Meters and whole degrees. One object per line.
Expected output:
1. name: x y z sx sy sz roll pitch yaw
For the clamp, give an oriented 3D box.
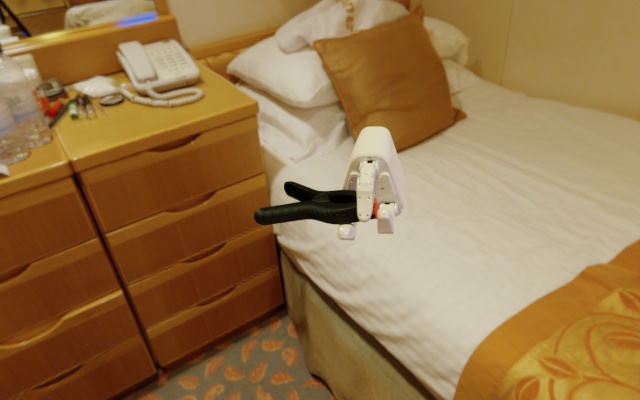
1. clamp: 0.000 0.002 0.696 0.171 0.039 0.120 2 31 10
